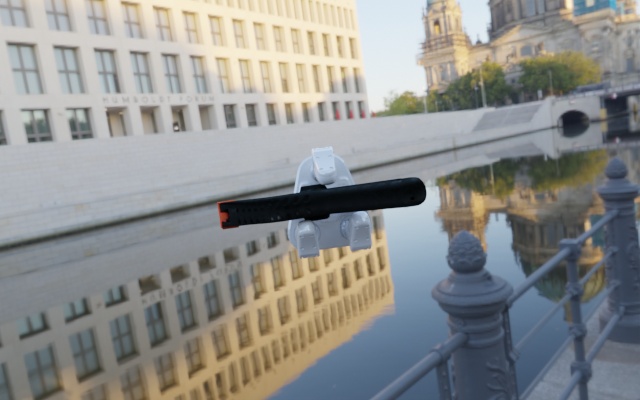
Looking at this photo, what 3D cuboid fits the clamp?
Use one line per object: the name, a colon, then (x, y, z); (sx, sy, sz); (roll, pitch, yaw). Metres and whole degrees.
clamp: (-0.001, 0.001, 0.474); (0.210, 0.036, 0.164); (-8, 0, -2)
